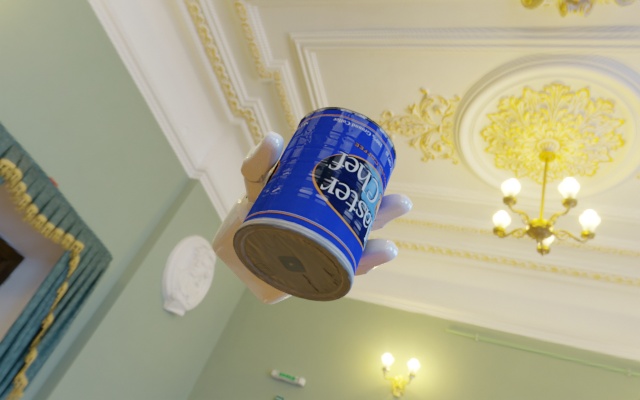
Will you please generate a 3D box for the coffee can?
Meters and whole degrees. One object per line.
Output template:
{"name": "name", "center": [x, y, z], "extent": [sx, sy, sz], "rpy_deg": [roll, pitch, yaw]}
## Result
{"name": "coffee can", "center": [0.000, 0.001, 0.421], "extent": [0.103, 0.140, 0.103], "rpy_deg": [16, -37, 12]}
